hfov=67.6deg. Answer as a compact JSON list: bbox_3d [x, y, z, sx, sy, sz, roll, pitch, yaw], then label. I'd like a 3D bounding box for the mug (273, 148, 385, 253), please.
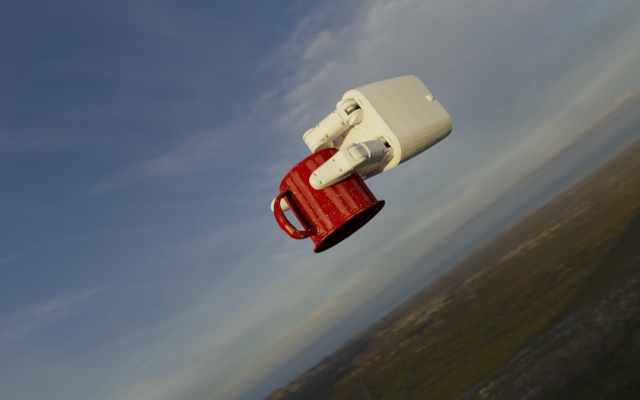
[{"bbox_3d":[-0.001,0.002,0.508,0.117,0.081,0.093,-25,-17,-35],"label":"mug"}]
